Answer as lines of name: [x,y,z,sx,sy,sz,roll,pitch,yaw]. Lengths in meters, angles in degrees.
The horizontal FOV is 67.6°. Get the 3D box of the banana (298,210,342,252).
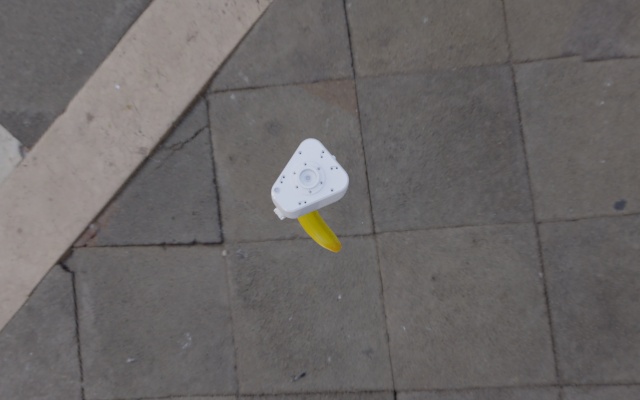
banana: [-0.019,0.004,0.861,0.069,0.198,0.037,-15,-5,-11]
